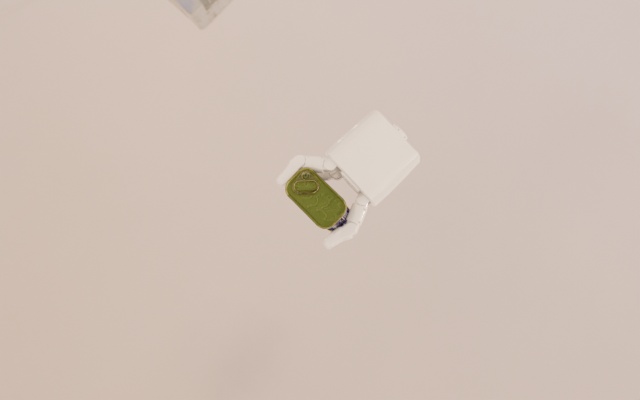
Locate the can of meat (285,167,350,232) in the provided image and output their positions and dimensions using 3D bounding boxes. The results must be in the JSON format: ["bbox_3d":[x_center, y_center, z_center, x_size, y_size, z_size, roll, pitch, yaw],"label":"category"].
[{"bbox_3d":[0.000,0.003,0.767,0.102,0.057,0.084,44,1,15],"label":"can of meat"}]
